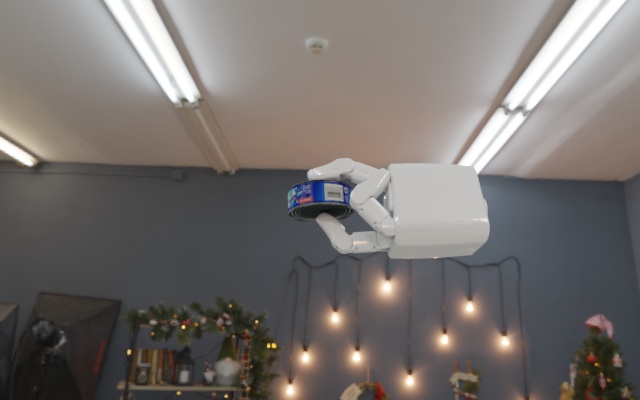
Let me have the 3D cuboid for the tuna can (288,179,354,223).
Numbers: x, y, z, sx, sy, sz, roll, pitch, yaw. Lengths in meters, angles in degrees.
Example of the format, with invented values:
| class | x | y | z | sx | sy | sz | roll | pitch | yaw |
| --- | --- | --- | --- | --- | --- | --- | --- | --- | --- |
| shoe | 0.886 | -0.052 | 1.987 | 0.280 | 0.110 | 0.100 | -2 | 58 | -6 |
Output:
| class | x | y | z | sx | sy | sz | roll | pitch | yaw |
| --- | --- | --- | --- | --- | --- | --- | --- | --- | --- |
| tuna can | 0.000 | 0.001 | 0.619 | 0.086 | 0.033 | 0.086 | -3 | -17 | -1 |
